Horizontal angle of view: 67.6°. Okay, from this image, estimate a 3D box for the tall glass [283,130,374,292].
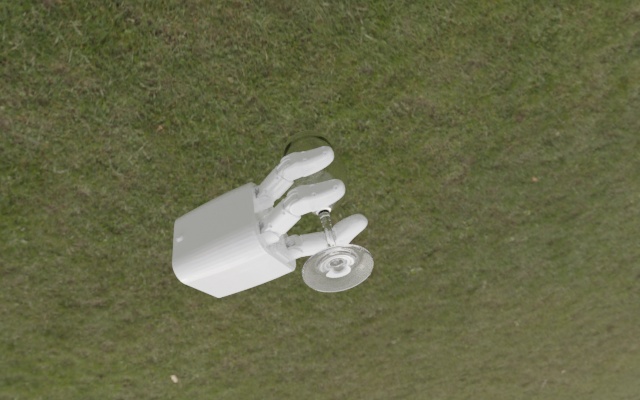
[{"bbox_3d":[0.000,0.002,0.549,0.079,0.079,0.200,0,43,-14],"label":"tall glass"}]
